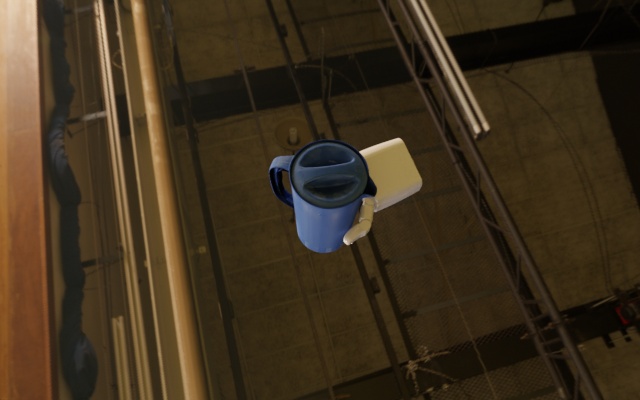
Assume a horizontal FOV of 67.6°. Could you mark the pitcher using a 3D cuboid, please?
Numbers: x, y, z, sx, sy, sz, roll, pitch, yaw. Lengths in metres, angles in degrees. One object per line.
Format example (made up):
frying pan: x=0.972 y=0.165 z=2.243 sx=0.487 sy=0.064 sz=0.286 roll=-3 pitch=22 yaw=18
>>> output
pitcher: x=0.000 y=0.003 z=0.886 sx=0.145 sy=0.149 sz=0.243 roll=-25 pitch=-23 yaw=-15
